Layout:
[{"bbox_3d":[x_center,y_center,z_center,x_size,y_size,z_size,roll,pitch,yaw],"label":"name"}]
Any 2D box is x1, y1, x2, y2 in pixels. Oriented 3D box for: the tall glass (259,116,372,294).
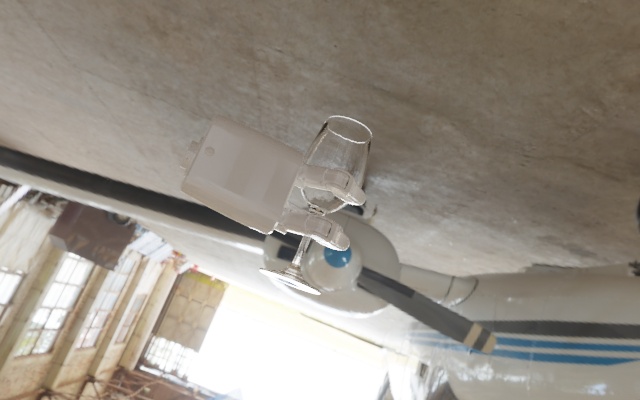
[{"bbox_3d":[0.000,0.003,0.562,0.079,0.201,0.079,20,-15,6],"label":"tall glass"}]
